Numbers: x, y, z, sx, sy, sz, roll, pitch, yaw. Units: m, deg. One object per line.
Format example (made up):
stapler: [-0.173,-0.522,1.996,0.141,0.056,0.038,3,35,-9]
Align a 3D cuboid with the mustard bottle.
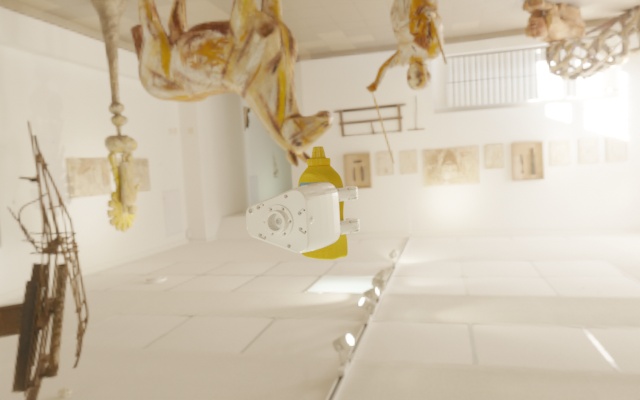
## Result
mustard bottle: [0.000,0.003,0.828,0.058,0.191,0.096,-7,5,-39]
